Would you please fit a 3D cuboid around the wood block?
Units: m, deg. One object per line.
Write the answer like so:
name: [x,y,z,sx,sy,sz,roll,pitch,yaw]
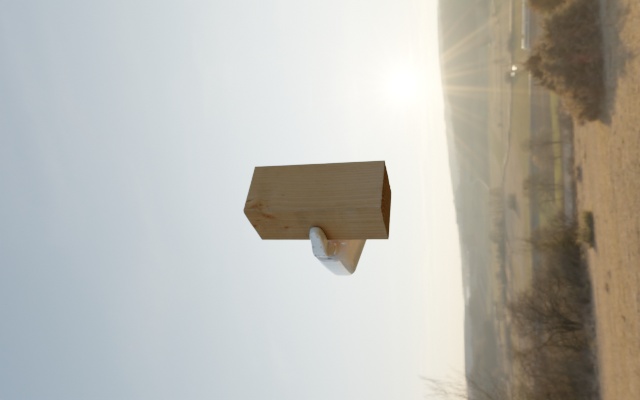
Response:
wood block: [0.000,0.003,0.736,0.206,0.090,0.090,-2,-35,15]
